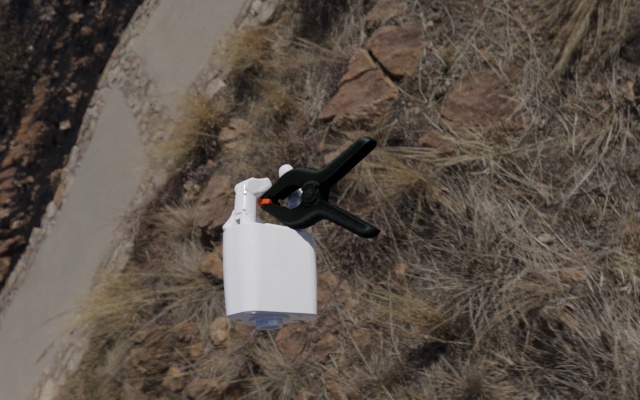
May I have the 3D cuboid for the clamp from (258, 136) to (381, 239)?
[{"bbox_3d":[0.000,0.002,0.583,0.171,0.120,0.039,-20,-27,30],"label":"clamp"}]
